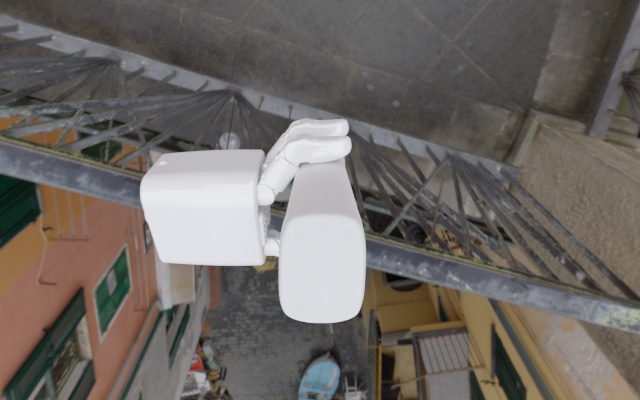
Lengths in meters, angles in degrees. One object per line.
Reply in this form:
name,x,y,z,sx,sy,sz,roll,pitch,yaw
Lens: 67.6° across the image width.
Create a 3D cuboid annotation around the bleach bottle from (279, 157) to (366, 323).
bleach bottle,0.000,0.001,0.473,0.068,0.103,0.250,1,25,-1
